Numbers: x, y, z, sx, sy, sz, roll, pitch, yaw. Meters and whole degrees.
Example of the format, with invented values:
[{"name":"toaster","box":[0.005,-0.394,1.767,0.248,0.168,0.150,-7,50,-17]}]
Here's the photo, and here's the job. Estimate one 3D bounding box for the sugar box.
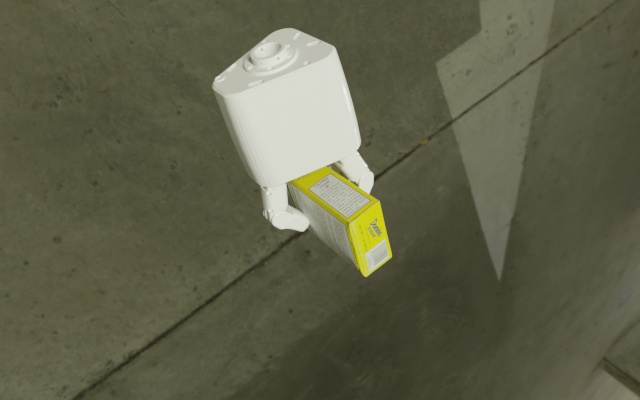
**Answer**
[{"name":"sugar box","box":[0.001,0.001,0.536,0.048,0.093,0.176,-35,46,-16]}]
